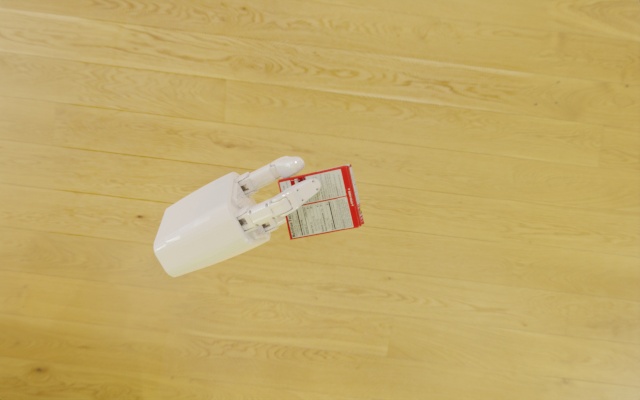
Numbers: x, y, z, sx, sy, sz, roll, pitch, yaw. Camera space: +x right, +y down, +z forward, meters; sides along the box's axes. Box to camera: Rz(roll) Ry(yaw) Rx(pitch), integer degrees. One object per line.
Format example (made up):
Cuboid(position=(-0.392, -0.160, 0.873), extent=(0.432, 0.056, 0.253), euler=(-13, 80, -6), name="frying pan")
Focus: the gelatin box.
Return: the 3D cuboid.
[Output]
Cuboid(position=(0.000, 0.002, 0.562), extent=(0.089, 0.073, 0.030), euler=(-12, 4, 17), name="gelatin box")
